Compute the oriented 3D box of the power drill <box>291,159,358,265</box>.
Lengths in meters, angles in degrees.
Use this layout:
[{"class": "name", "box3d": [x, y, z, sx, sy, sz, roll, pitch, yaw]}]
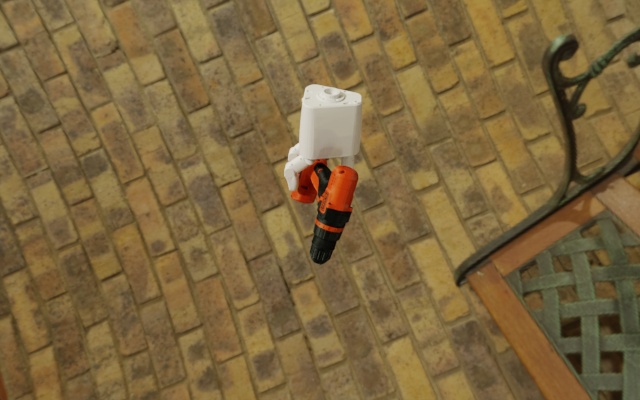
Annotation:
[{"class": "power drill", "box3d": [0.000, 0.002, 0.894, 0.057, 0.184, 0.187, 11, 18, -25]}]
